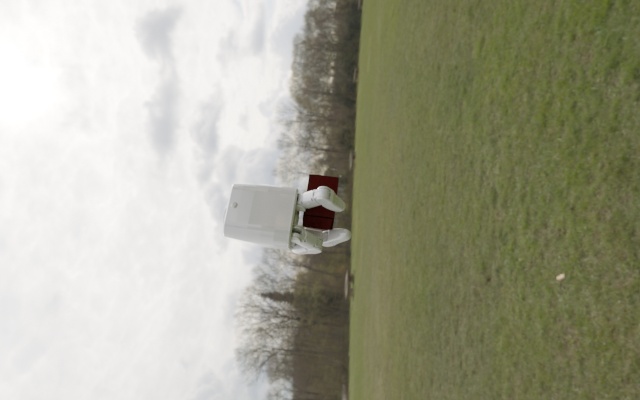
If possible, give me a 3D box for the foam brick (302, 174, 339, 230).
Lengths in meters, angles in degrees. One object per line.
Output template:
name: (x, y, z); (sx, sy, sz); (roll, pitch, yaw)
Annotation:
foam brick: (0.000, 0.002, 0.796); (0.051, 0.078, 0.053); (7, -26, 1)
